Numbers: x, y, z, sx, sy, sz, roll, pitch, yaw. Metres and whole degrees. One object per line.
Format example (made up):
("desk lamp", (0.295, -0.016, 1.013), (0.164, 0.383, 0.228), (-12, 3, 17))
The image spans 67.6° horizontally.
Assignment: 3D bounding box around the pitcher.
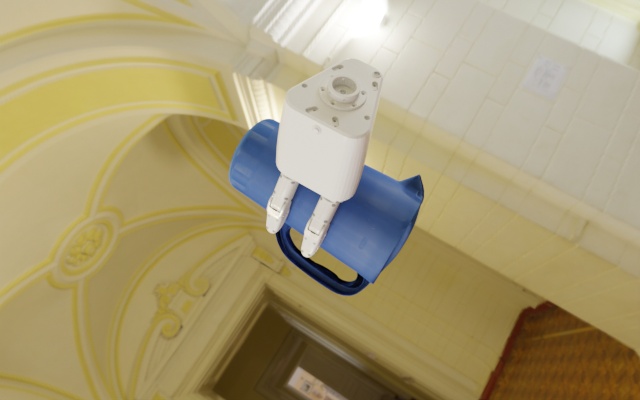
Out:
("pitcher", (0.000, 0.002, 0.631), (0.243, 0.149, 0.145), (30, -31, 11))
